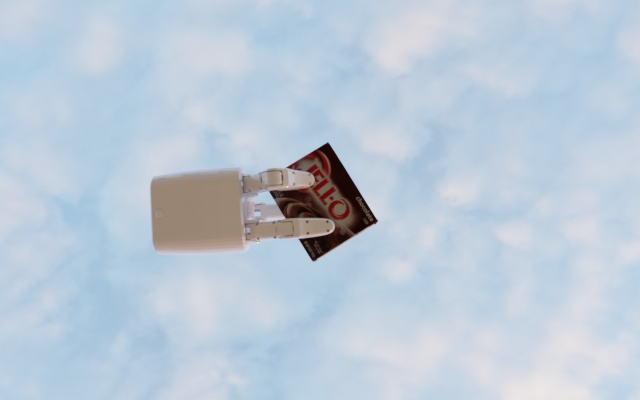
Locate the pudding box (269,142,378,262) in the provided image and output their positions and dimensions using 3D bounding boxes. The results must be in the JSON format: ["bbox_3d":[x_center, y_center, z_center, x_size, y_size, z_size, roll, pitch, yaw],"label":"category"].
[{"bbox_3d":[0.000,0.002,0.564,0.090,0.113,0.039,-32,-4,-2],"label":"pudding box"}]
